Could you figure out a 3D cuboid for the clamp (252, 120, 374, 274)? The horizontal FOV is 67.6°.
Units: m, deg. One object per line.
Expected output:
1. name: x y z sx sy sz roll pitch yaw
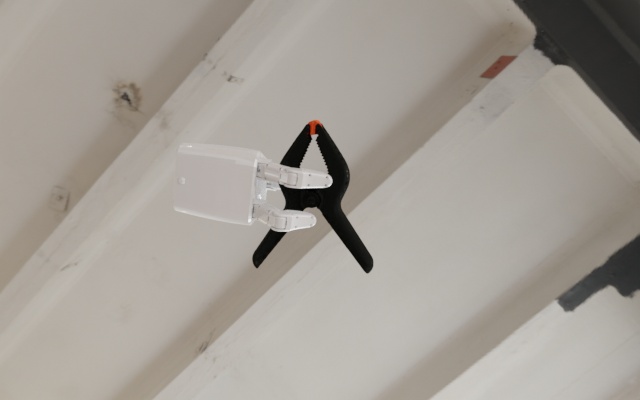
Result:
1. clamp: 0.000 0.001 0.631 0.164 0.210 0.036 8 13 2
